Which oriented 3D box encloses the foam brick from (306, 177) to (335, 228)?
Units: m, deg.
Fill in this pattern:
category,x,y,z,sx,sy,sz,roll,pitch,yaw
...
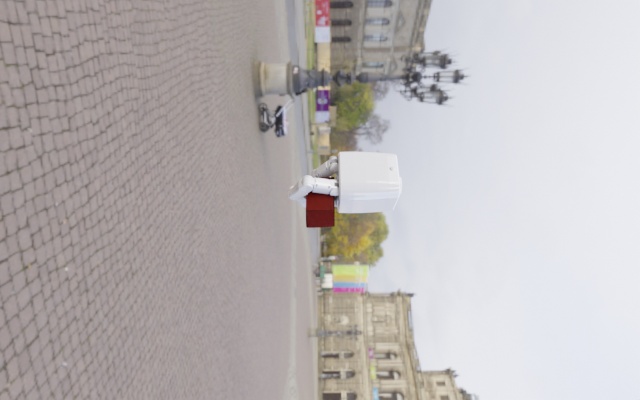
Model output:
category,x,y,z,sx,sy,sz,roll,pitch,yaw
foam brick,0.000,0.003,0.853,0.051,0.078,0.053,0,-36,0
